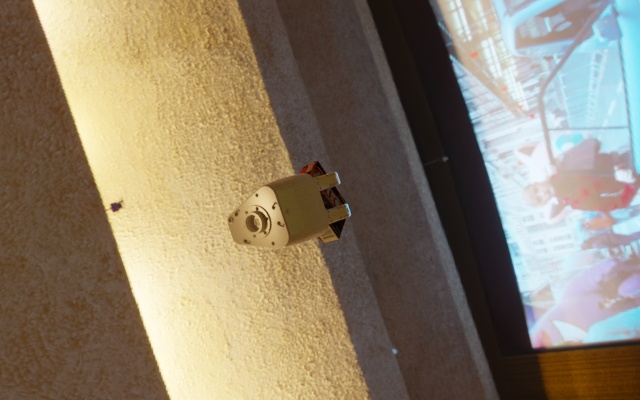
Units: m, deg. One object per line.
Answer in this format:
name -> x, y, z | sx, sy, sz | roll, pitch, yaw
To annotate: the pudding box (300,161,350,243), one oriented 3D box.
pudding box -> 0.000, 0.003, 0.812 | 0.039, 0.113, 0.090 | -19, 28, 30
